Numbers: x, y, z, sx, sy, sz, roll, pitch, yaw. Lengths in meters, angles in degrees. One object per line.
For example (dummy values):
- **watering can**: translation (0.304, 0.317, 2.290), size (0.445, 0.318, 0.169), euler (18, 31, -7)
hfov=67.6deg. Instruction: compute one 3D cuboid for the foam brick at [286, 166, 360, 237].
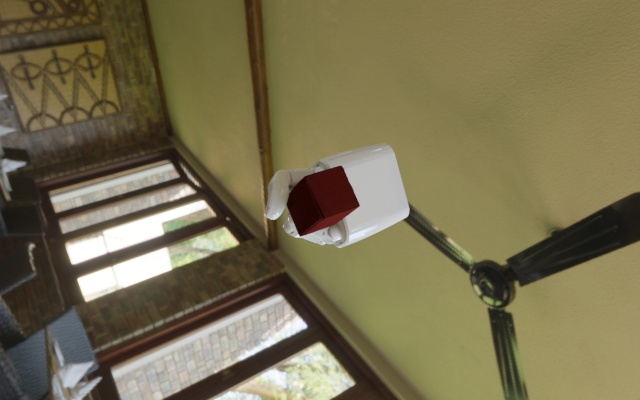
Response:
- **foam brick**: translation (0.000, 0.002, 0.552), size (0.051, 0.053, 0.078), euler (-18, -11, -27)
